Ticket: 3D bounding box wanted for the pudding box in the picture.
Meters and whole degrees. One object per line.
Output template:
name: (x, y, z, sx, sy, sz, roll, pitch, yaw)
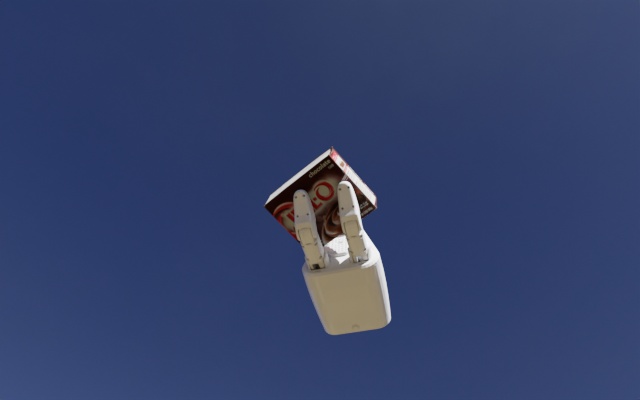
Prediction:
pudding box: (0.000, 0.002, 0.598, 0.113, 0.090, 0.039, -38, 16, 20)
